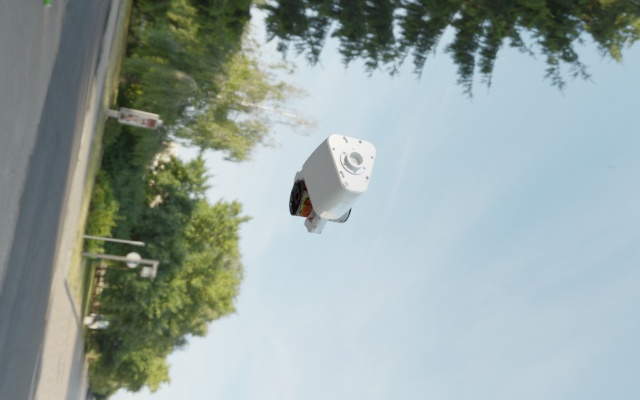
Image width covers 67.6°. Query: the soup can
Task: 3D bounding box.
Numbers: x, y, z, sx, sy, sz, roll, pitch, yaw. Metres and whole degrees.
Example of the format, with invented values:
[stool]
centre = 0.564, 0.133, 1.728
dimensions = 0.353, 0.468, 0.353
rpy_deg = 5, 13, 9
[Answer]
[soup can]
centre = 0.000, 0.003, 0.891
dimensions = 0.102, 0.068, 0.068
rpy_deg = 10, -4, -22
